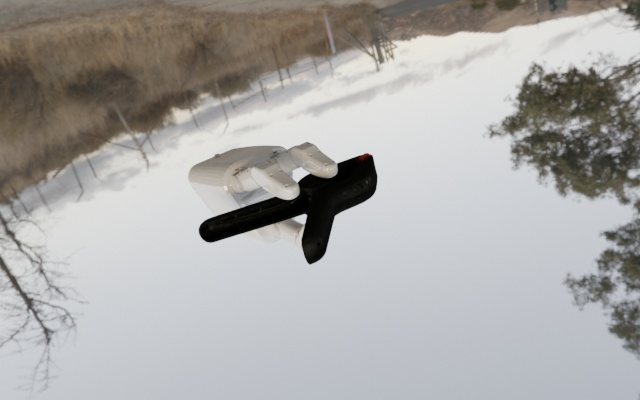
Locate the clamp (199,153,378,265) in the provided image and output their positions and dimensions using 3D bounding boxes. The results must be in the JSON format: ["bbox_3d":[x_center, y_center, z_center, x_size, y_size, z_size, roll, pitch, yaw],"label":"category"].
[{"bbox_3d":[0.001,0.002,0.493,0.210,0.036,0.164,-29,26,-34],"label":"clamp"}]
